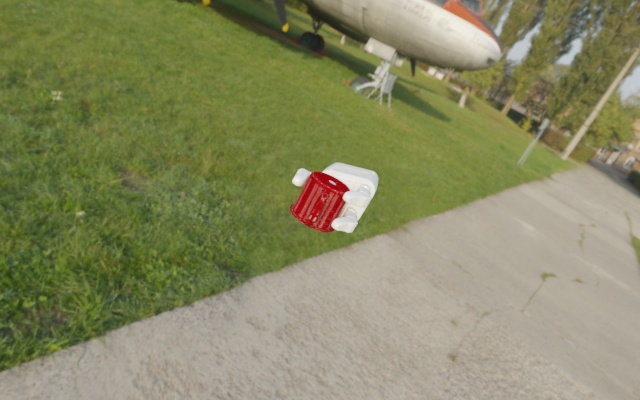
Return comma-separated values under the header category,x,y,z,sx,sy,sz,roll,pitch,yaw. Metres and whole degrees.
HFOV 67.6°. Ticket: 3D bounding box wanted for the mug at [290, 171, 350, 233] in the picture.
category,x,y,z,sx,sy,sz,roll,pitch,yaw
mug,0.000,0.003,0.864,0.093,0.081,0.117,29,19,2
